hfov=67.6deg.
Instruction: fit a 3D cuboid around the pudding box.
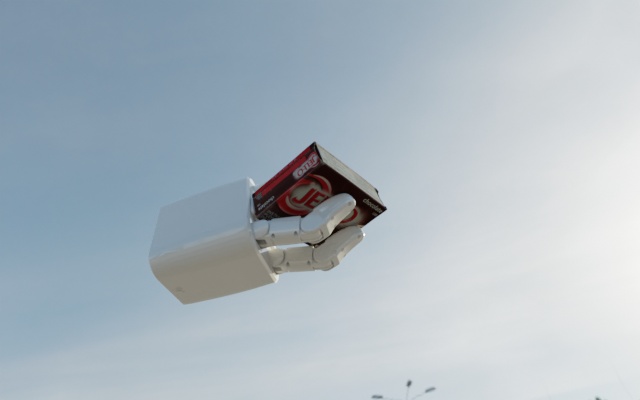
[{"bbox_3d":[0.000,0.002,0.494,0.090,0.039,0.113,-38,-43,21],"label":"pudding box"}]
